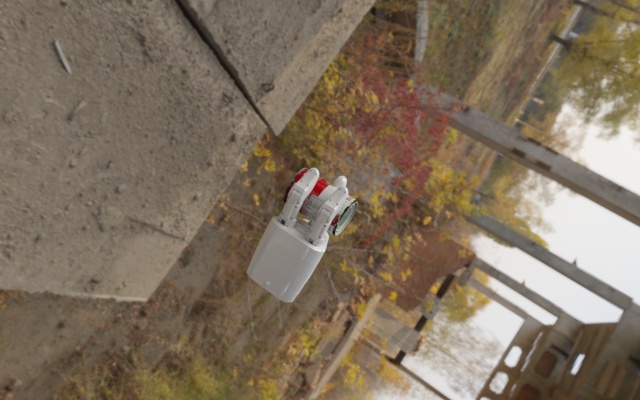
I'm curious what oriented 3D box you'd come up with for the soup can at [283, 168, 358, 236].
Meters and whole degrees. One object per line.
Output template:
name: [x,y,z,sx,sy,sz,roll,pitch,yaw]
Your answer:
soup can: [0.001,0.002,0.768,0.102,0.068,0.068,33,10,15]
